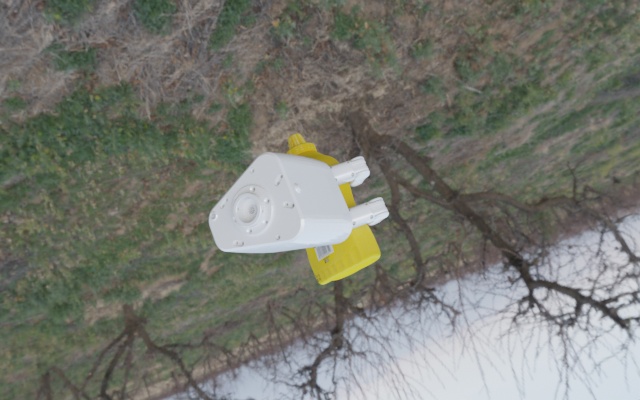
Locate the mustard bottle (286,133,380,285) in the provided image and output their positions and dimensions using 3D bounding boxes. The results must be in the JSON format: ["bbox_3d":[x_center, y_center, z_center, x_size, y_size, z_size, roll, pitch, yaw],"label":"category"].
[{"bbox_3d":[0.000,0.002,0.601,0.058,0.191,0.096,-11,-18,-40],"label":"mustard bottle"}]
